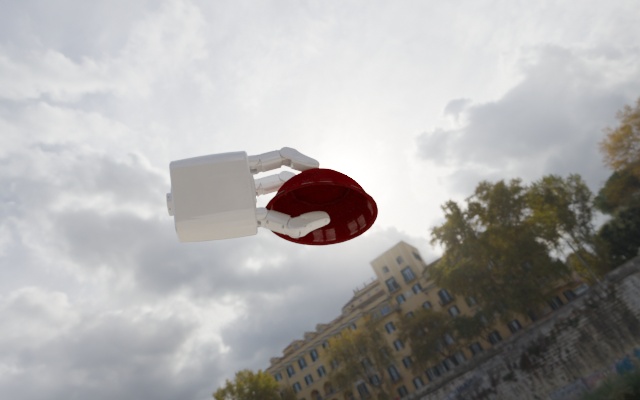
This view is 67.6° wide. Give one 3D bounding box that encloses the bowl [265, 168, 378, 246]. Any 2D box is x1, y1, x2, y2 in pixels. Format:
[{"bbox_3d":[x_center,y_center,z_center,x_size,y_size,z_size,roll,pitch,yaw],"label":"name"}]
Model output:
[{"bbox_3d":[0.001,0.002,0.685,0.162,0.055,0.162,-2,-35,-1],"label":"bowl"}]
